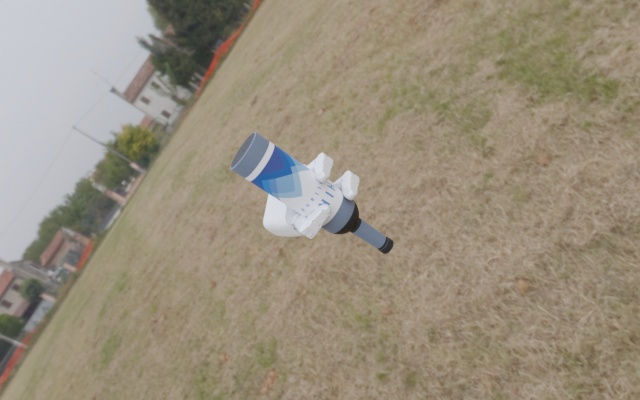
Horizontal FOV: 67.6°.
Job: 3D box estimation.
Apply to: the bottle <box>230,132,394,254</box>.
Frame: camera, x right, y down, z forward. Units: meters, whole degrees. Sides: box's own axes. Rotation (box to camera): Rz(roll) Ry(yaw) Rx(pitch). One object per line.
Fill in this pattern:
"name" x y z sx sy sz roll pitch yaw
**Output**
"bottle" 0.000 0.002 0.755 0.296 0.069 0.069 34 -13 -21
